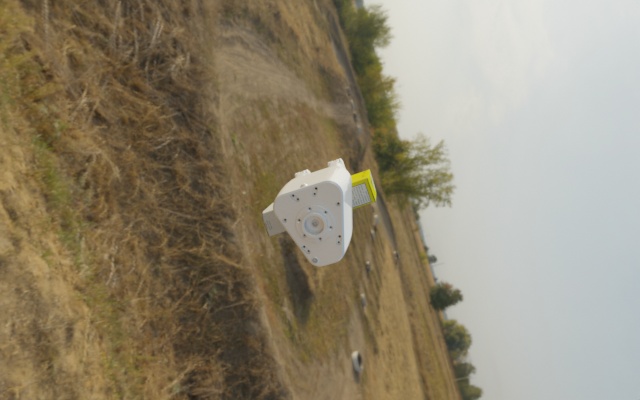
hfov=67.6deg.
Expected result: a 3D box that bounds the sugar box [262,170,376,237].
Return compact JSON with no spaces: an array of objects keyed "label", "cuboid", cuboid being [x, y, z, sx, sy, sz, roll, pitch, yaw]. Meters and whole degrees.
[{"label":"sugar box","cuboid":[0.000,0.002,0.763,0.176,0.048,0.093,-16,9,10]}]
